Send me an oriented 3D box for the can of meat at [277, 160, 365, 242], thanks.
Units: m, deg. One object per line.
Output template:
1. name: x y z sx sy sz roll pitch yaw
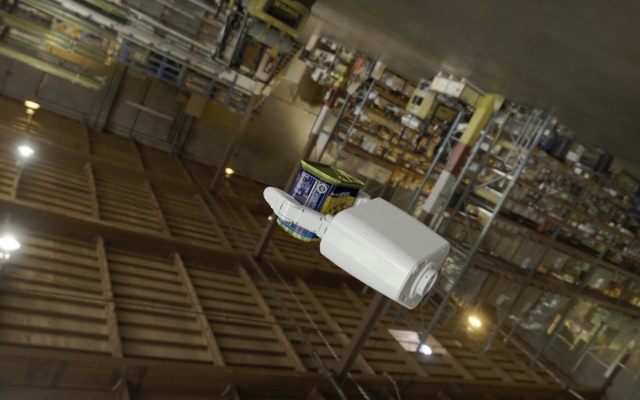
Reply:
1. can of meat: 0.000 0.002 0.596 0.057 0.084 0.102 32 13 25
